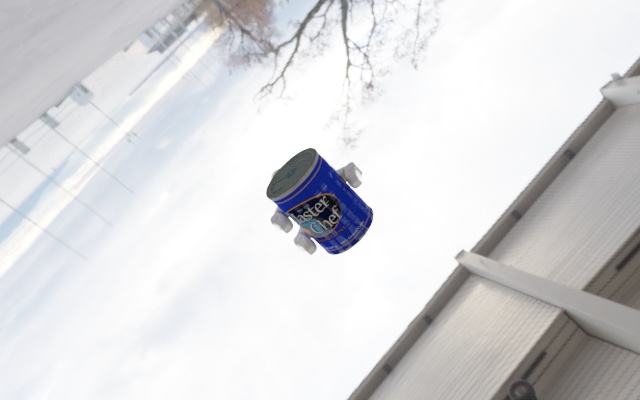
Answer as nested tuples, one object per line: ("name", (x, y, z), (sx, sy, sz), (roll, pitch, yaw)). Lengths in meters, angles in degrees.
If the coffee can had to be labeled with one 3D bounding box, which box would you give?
("coffee can", (0.000, 0.002, 0.740), (0.140, 0.102, 0.103), (45, -22, -24))
